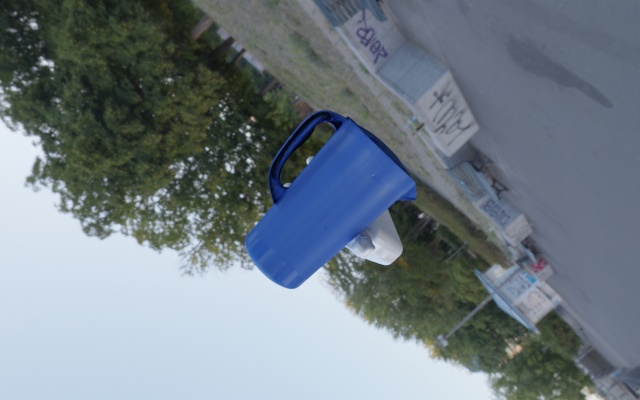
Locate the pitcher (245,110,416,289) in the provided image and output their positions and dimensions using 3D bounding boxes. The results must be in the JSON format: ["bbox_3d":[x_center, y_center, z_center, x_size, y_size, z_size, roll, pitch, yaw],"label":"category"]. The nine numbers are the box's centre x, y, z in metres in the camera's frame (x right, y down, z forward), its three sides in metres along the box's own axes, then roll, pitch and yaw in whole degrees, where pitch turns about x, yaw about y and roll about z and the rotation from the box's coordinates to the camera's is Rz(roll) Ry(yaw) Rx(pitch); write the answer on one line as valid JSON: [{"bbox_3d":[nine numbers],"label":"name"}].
[{"bbox_3d":[0.000,0.002,0.679,0.149,0.243,0.145,52,13,34],"label":"pitcher"}]
